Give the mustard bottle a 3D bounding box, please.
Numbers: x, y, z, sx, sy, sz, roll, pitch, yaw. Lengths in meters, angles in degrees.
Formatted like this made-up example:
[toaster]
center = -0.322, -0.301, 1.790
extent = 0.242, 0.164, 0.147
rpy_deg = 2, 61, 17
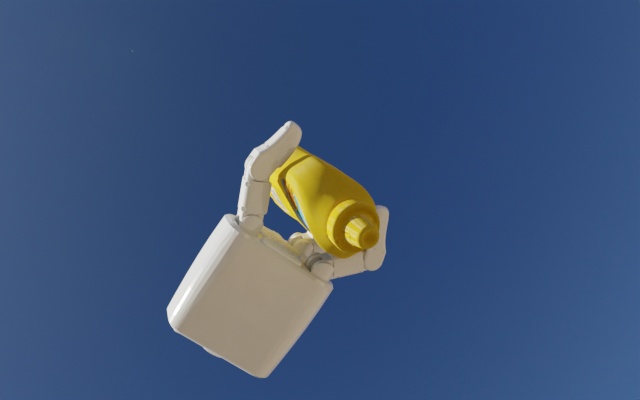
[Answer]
[mustard bottle]
center = 0.000, 0.001, 0.429
extent = 0.058, 0.096, 0.191
rpy_deg = -34, 25, -9
